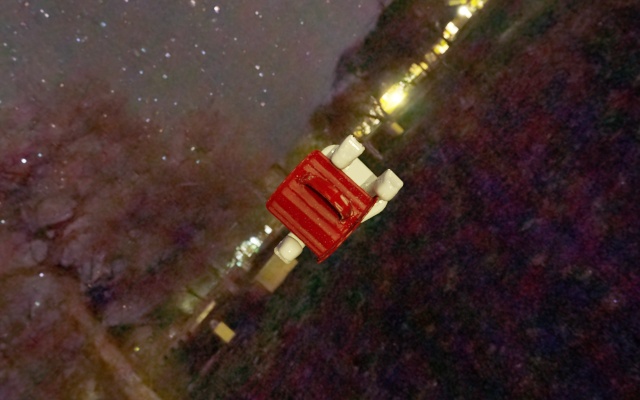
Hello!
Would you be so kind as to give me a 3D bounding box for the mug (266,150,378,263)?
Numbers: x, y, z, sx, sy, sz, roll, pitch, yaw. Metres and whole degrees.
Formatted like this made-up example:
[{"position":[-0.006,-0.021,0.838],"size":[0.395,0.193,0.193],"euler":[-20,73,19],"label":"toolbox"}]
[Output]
[{"position":[0.000,0.001,0.478],"size":[0.081,0.093,0.117],"euler":[42,-9,-1],"label":"mug"}]
